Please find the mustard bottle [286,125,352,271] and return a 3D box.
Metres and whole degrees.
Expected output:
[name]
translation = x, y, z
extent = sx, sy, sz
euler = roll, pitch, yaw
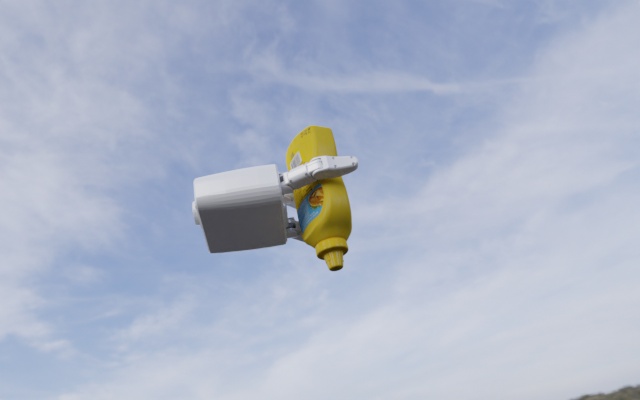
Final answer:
[mustard bottle]
translation = 0.000, 0.002, 0.629
extent = 0.058, 0.191, 0.096
euler = 5, -34, -28
